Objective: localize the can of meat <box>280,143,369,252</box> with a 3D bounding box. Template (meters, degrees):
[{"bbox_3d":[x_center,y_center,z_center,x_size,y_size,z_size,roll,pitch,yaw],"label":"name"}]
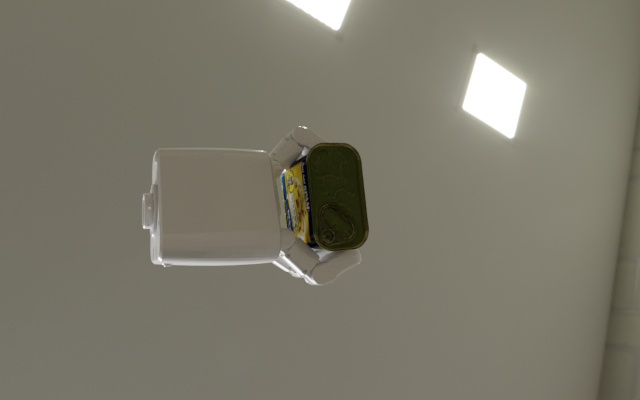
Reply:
[{"bbox_3d":[0.000,0.002,0.481,0.057,0.102,0.084,-3,-7,-25],"label":"can of meat"}]
